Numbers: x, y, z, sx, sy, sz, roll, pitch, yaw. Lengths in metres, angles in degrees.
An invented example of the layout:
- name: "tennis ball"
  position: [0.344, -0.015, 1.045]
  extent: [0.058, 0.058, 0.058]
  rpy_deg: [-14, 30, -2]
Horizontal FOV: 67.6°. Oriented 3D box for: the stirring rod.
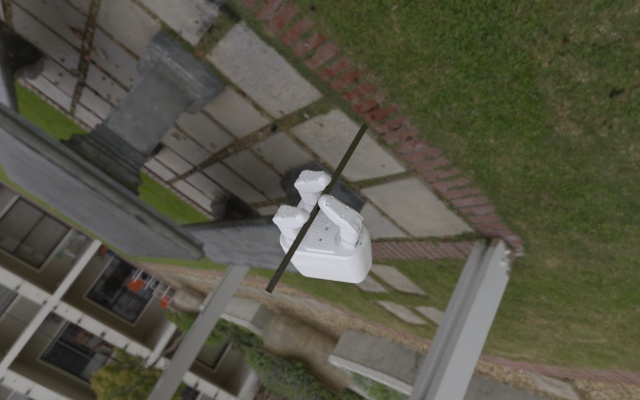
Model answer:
- name: "stirring rod"
  position: [0.000, 0.002, 0.561]
  extent: [0.011, 0.239, 0.011]
  rpy_deg: [26, -22, 11]
